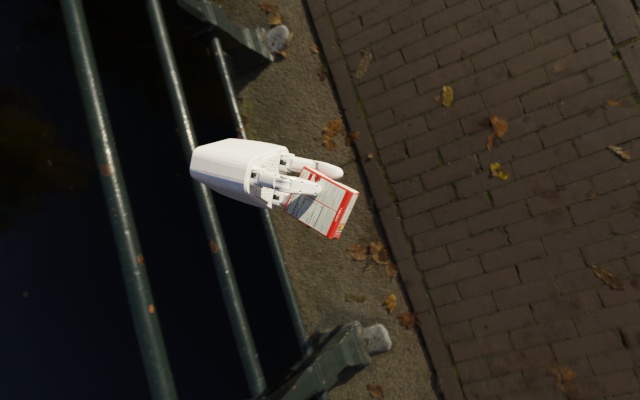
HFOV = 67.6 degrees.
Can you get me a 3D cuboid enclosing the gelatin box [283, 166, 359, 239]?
[{"bbox_3d":[0.000,0.002,0.674,0.089,0.073,0.030,29,11,27],"label":"gelatin box"}]
